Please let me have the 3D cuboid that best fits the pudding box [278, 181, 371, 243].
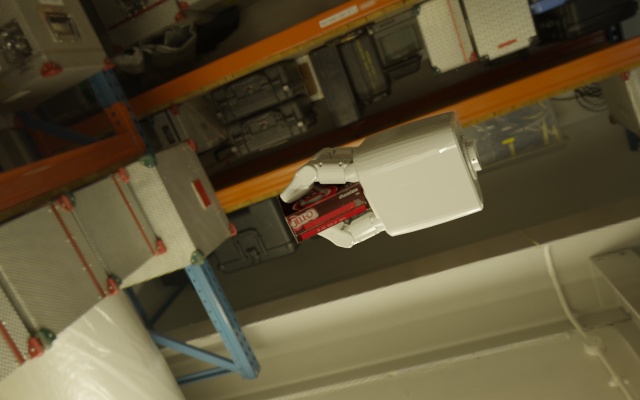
[{"bbox_3d":[0.000,0.002,0.560,0.090,0.039,0.113,-24,13,-4],"label":"pudding box"}]
